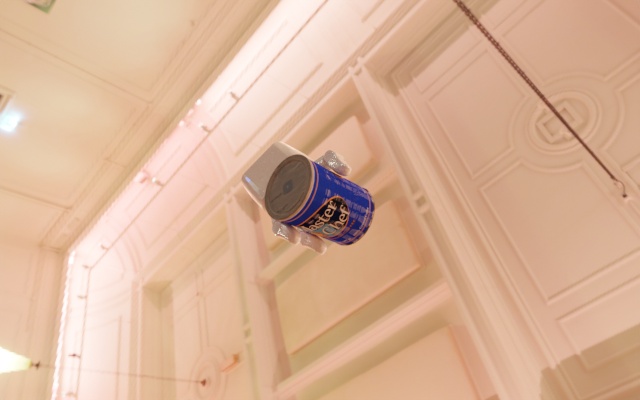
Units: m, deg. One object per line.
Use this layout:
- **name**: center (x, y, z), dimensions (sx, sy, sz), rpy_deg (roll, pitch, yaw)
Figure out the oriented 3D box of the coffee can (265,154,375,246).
- **coffee can**: center (0.000, 0.002, 0.737), dimensions (0.140, 0.102, 0.103), rpy_deg (25, -16, -39)
